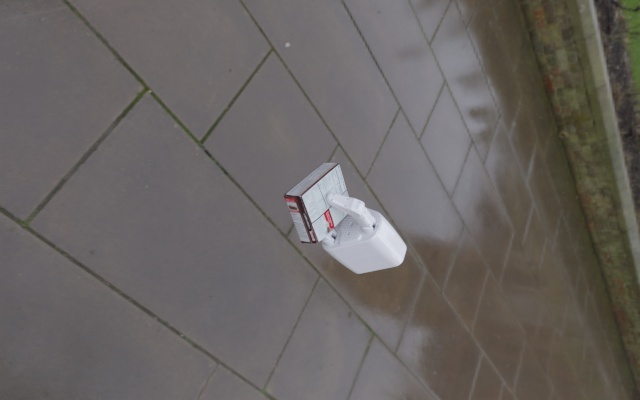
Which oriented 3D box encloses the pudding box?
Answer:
[{"bbox_3d":[0.000,0.003,0.763,0.039,0.090,0.113,0,30,39],"label":"pudding box"}]
